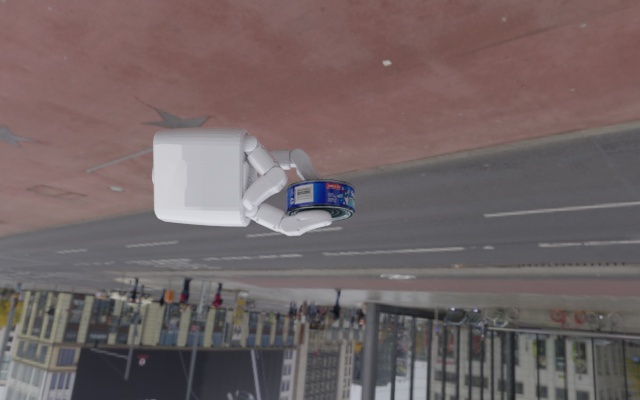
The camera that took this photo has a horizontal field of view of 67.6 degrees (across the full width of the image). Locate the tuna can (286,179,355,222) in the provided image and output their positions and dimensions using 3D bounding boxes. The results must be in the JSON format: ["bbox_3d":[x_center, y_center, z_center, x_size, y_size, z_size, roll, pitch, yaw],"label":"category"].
[{"bbox_3d":[0.000,0.002,0.591,0.086,0.033,0.086,-1,-15,0],"label":"tuna can"}]
